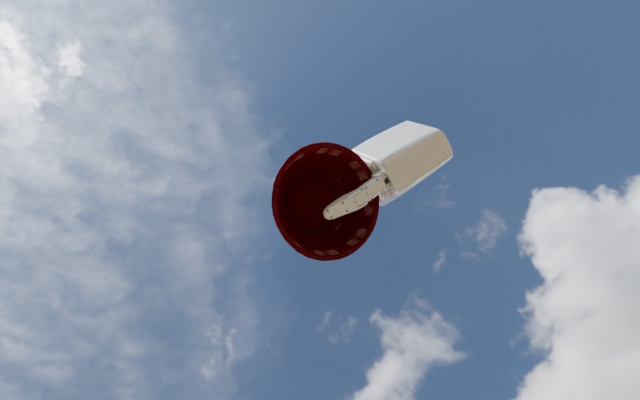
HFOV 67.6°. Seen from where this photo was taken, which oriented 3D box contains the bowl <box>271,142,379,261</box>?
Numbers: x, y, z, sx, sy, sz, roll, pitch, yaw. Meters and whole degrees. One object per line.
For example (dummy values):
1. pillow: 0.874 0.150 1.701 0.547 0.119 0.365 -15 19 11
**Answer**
1. bowl: -0.001 0.003 0.669 0.162 0.162 0.055 0 -2 -25
